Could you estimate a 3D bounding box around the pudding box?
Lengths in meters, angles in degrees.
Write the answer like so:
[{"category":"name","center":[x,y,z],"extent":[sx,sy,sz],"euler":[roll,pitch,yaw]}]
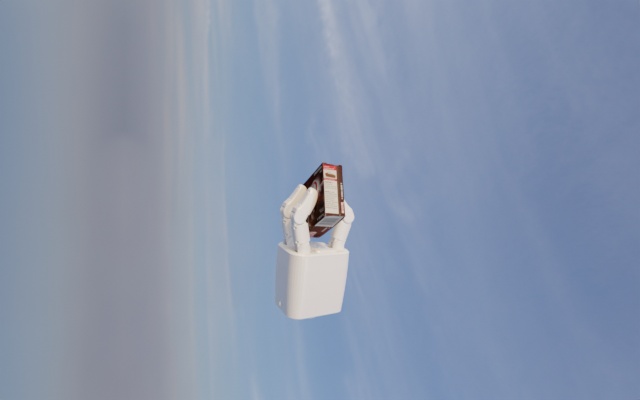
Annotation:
[{"category":"pudding box","center":[0.000,0.003,0.770],"extent":[0.039,0.090,0.113],"euler":[6,-23,-23]}]
